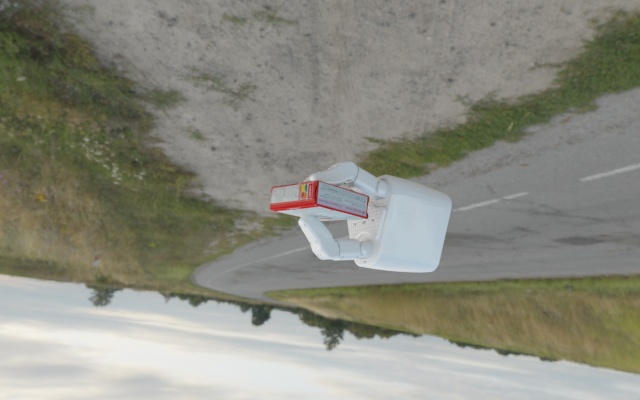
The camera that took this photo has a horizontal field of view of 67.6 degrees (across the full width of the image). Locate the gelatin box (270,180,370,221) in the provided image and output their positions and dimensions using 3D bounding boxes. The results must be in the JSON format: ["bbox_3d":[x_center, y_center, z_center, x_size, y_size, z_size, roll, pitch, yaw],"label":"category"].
[{"bbox_3d":[0.000,0.002,0.537,0.073,0.030,0.089,-6,-14,44],"label":"gelatin box"}]
